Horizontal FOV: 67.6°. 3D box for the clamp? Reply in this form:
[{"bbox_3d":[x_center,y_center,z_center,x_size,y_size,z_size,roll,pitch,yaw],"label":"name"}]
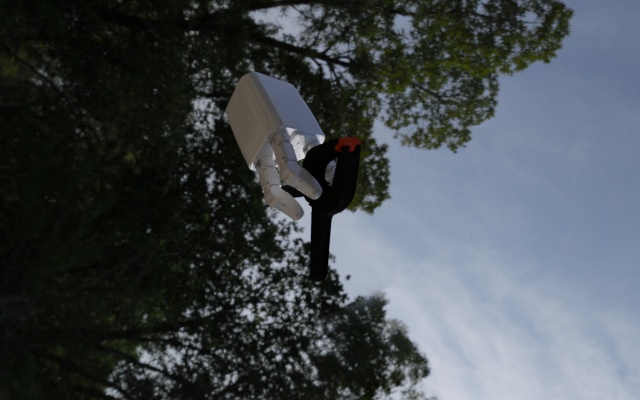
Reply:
[{"bbox_3d":[0.001,0.001,0.643,0.036,0.164,0.210,-11,-27,-38],"label":"clamp"}]
